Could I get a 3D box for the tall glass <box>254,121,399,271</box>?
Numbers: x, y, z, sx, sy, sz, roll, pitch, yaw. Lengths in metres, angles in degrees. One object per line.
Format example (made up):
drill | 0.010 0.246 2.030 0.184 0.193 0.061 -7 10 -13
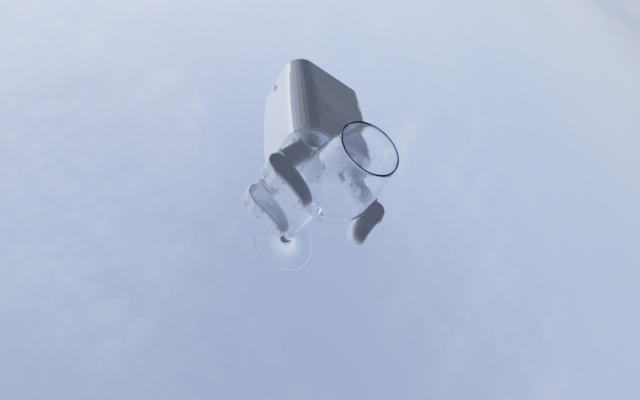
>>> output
tall glass | 0.000 0.002 0.504 0.079 0.079 0.201 0 -29 -32
